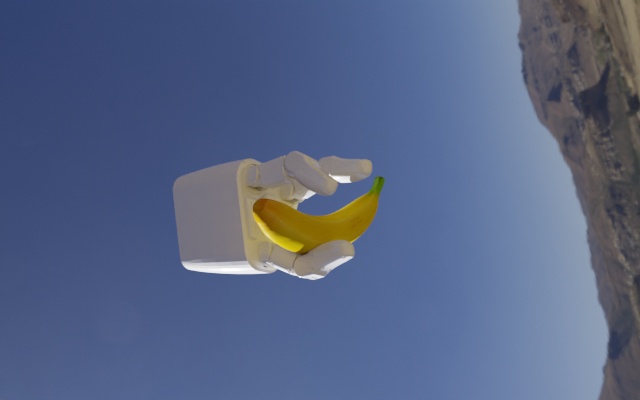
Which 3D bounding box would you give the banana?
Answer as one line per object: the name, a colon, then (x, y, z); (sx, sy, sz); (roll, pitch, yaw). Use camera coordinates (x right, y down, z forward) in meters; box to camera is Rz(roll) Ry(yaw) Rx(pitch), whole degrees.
banana: (0.003, 0.019, 0.470); (0.037, 0.069, 0.198); (3, 10, 36)
